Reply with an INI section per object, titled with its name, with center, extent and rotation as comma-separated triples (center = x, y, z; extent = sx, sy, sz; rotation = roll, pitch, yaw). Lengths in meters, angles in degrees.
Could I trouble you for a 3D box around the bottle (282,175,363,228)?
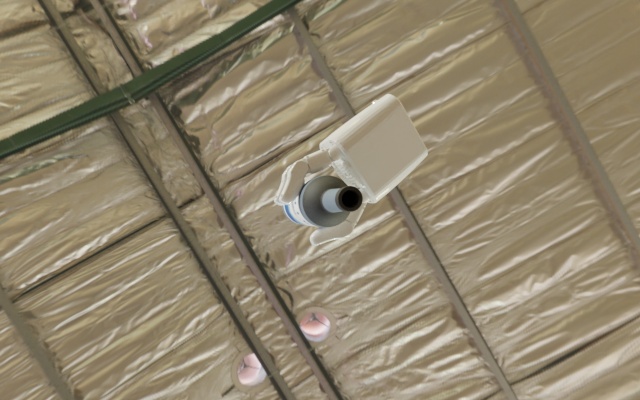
[bottle]
center = 0.000, 0.002, 0.638
extent = 0.069, 0.069, 0.296
rotation = 0, -1, -12
